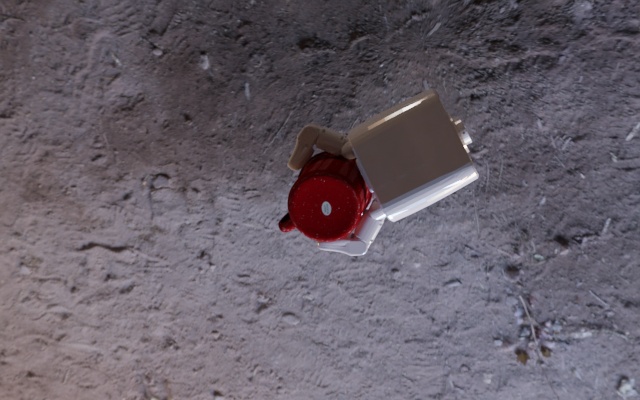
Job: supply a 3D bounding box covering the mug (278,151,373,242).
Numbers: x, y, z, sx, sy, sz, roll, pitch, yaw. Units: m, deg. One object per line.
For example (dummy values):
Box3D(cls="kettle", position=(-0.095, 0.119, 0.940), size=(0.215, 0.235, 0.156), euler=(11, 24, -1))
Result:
Box3D(cls="mug", position=(-0.001, 0.002, 0.545), size=(0.117, 0.093, 0.081), euler=(-29, 10, 18))
